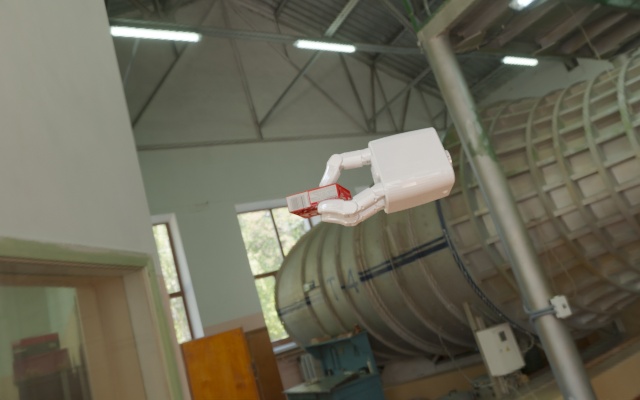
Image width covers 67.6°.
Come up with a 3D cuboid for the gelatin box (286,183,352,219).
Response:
[{"bbox_3d":[0.000,0.002,0.764,0.089,0.030,0.073,-15,-14,16],"label":"gelatin box"}]
